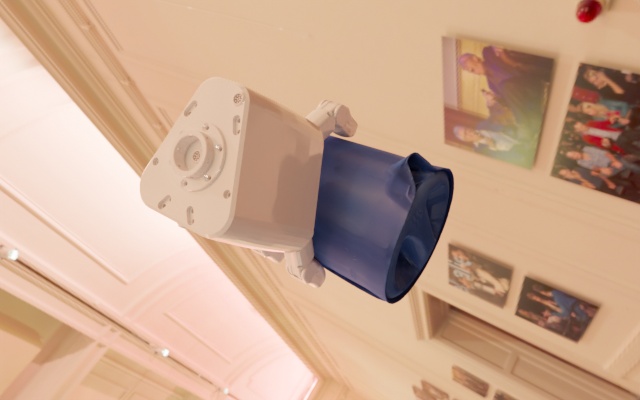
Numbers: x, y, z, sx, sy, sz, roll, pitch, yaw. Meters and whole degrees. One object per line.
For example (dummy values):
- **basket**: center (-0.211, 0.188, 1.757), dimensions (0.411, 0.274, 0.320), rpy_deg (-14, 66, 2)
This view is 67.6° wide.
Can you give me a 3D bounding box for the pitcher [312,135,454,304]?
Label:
- **pitcher**: center (0.000, 0.002, 0.493), dimensions (0.243, 0.149, 0.145), rpy_deg (24, 4, 28)
